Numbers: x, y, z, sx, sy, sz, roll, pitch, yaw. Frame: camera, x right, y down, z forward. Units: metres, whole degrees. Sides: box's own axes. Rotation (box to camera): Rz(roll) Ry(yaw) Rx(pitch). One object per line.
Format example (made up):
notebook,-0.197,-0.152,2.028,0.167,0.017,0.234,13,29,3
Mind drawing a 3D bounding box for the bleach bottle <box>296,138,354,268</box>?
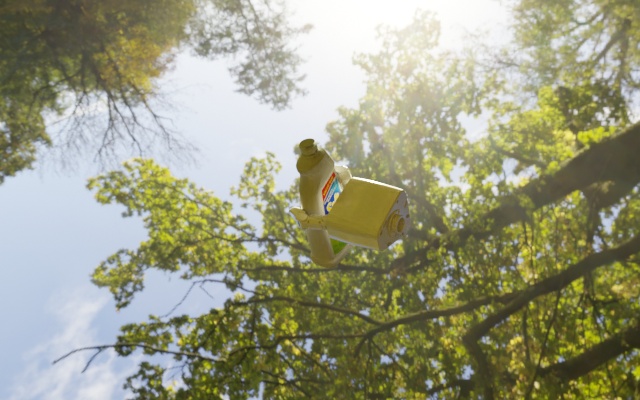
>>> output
bleach bottle,0.000,0.003,0.896,0.068,0.251,0.102,14,45,36
